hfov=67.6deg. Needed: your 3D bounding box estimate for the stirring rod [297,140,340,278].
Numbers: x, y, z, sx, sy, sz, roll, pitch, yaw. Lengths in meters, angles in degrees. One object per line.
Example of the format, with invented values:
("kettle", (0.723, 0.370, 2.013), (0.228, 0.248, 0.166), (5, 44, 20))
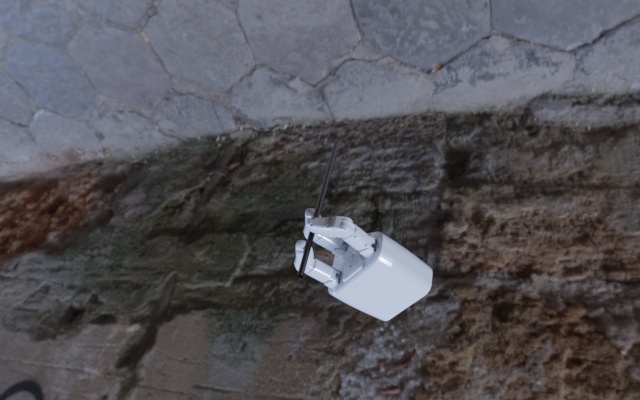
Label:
("stirring rod", (0.000, 0.002, 0.670), (0.011, 0.239, 0.011), (10, -37, 7))
